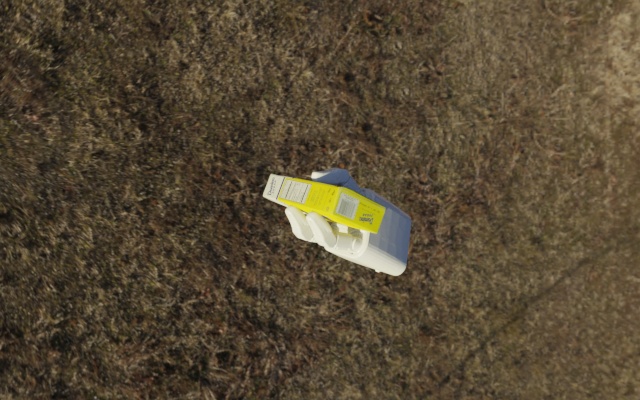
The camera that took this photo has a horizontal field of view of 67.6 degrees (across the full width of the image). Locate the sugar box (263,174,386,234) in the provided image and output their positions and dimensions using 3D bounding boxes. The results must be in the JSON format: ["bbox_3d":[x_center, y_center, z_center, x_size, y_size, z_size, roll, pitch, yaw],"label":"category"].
[{"bbox_3d":[0.000,0.003,0.705,0.093,0.048,0.176,25,-10,-37],"label":"sugar box"}]
